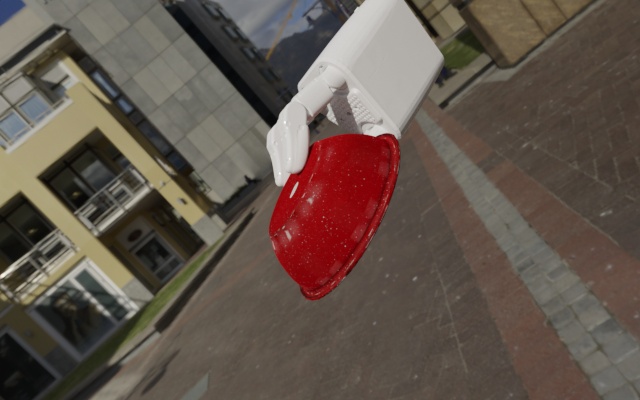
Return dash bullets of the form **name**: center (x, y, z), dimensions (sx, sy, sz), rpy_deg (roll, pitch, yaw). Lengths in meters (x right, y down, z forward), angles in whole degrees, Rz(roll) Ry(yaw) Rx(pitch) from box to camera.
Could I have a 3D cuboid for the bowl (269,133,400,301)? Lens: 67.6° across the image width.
- **bowl**: center (-0.001, 0.002, 0.413), dimensions (0.055, 0.162, 0.162), rpy_deg (27, -8, -15)
